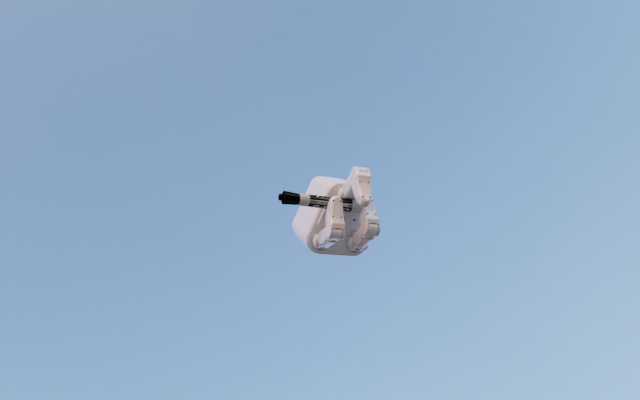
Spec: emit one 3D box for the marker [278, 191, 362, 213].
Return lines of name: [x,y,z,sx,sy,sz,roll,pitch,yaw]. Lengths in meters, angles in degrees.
marker: [0.000,0.002,0.669,0.121,0.020,0.020,7,-2,-19]
